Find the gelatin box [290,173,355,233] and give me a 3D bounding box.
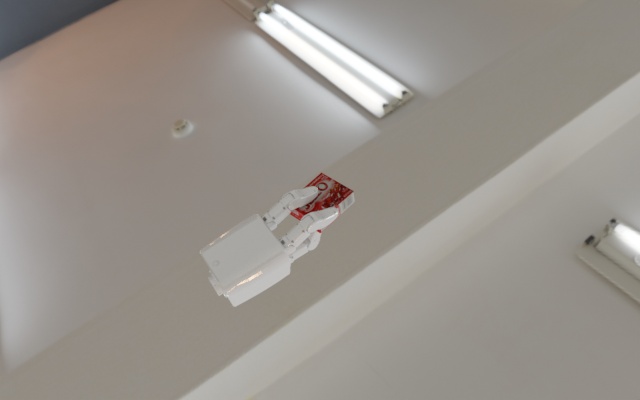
[{"bbox_3d":[0.000,0.003,0.779,0.073,0.030,0.089,32,60,32],"label":"gelatin box"}]
